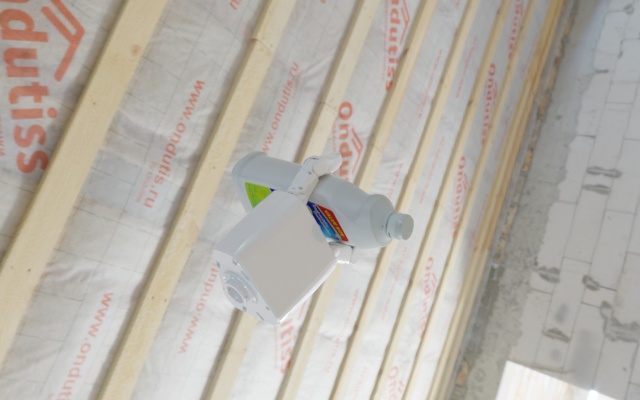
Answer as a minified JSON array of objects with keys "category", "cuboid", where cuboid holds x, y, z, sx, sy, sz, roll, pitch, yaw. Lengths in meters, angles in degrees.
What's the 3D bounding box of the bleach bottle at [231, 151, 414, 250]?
[{"category":"bleach bottle","cuboid":[0.000,0.002,0.608,0.251,0.103,0.068,13,43,38]}]
